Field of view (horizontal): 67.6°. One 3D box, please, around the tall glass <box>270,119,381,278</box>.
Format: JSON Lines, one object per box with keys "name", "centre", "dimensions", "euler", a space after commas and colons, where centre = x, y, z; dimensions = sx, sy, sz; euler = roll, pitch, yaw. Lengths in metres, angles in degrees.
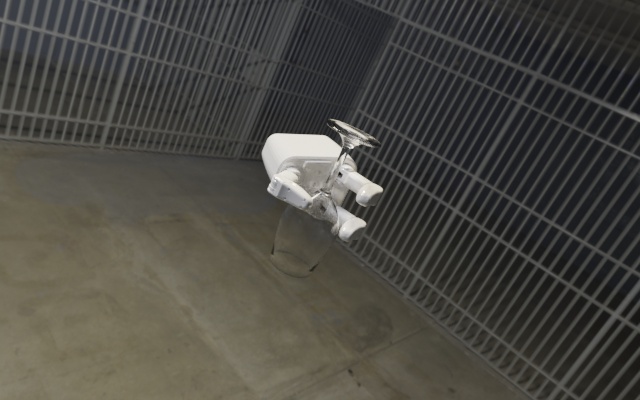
{"name": "tall glass", "centre": [0.000, 0.001, 0.615], "dimensions": [0.079, 0.201, 0.079], "euler": [23, 19, -8]}
